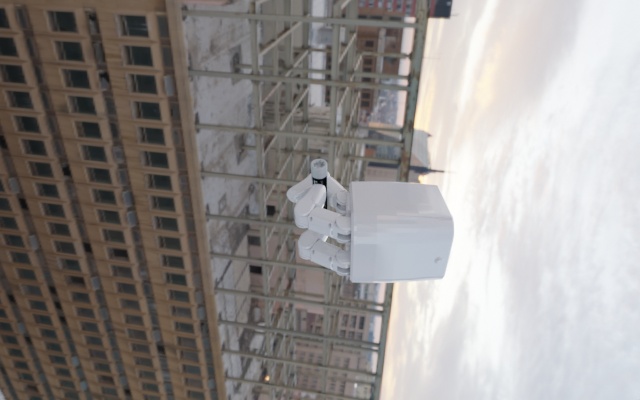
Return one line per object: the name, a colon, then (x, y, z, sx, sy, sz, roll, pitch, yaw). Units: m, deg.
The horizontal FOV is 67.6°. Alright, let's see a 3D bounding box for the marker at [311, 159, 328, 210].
marker: (0.000, 0.002, 0.581, 0.020, 0.121, 0.020, -1, 44, 1)
